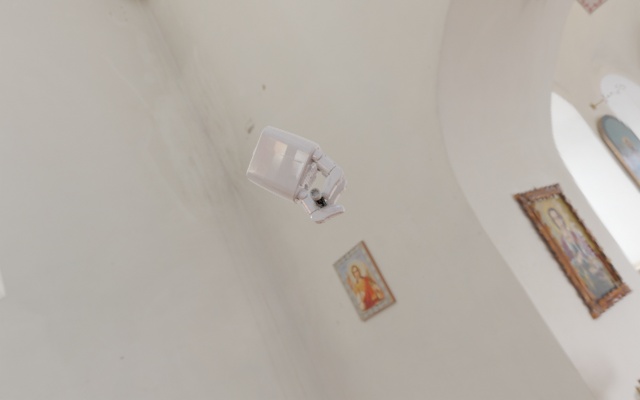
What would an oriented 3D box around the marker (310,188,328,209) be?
[{"bbox_3d":[0.000,0.003,0.855,0.020,0.020,0.121,0,-15,9],"label":"marker"}]
